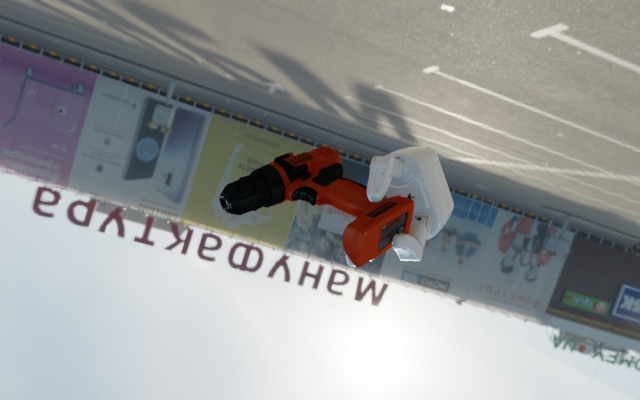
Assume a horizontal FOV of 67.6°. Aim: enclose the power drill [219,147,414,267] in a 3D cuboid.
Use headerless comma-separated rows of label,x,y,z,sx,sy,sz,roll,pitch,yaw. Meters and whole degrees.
power drill,0.001,0.002,0.568,0.184,0.057,0.187,-27,46,-37
